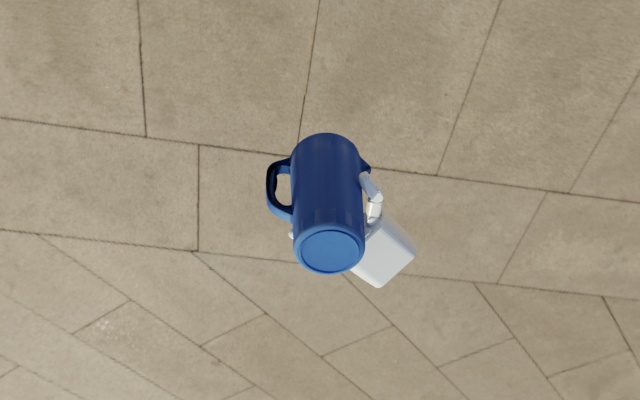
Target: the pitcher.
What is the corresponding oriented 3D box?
[{"bbox_3d":[0.000,0.003,0.795,0.149,0.242,0.145,-34,-59,23],"label":"pitcher"}]
